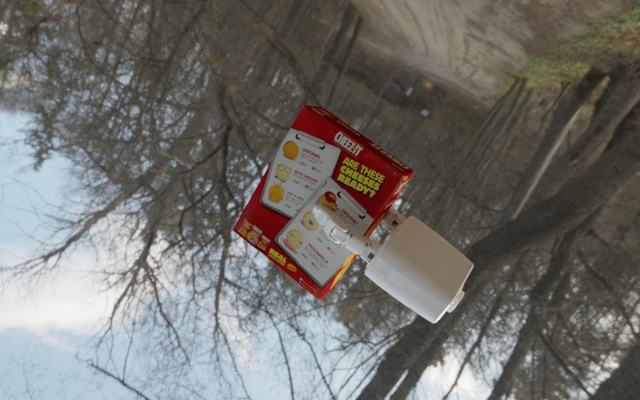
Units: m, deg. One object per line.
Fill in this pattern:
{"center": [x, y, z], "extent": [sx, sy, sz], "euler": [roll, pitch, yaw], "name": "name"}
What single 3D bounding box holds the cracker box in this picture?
{"center": [0.000, 0.002, 0.662], "extent": [0.164, 0.214, 0.072], "euler": [37, 20, 12], "name": "cracker box"}
